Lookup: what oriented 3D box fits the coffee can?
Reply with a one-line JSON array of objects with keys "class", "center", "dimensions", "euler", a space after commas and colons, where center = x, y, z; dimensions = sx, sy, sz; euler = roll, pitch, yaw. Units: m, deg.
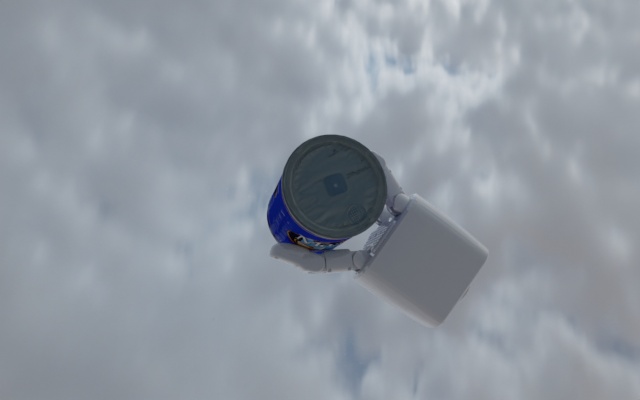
[{"class": "coffee can", "center": [0.000, 0.002, 0.515], "dimensions": [0.103, 0.102, 0.140], "euler": [0, -14, -13]}]
